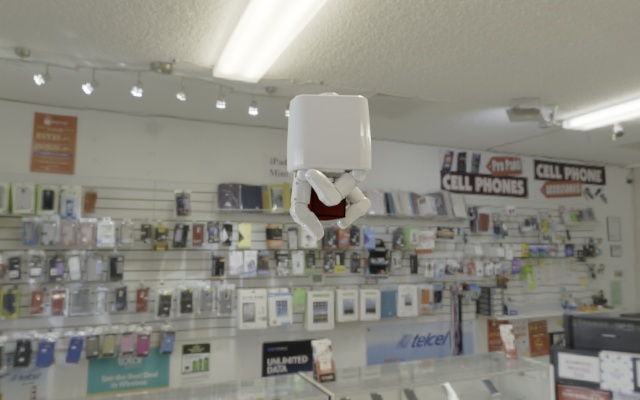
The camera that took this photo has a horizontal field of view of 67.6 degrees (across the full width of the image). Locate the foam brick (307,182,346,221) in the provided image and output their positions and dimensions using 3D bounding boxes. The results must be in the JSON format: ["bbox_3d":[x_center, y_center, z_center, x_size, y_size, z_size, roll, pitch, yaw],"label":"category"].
[{"bbox_3d":[0.000,0.002,0.713,0.053,0.051,0.078,2,-7,-21],"label":"foam brick"}]
